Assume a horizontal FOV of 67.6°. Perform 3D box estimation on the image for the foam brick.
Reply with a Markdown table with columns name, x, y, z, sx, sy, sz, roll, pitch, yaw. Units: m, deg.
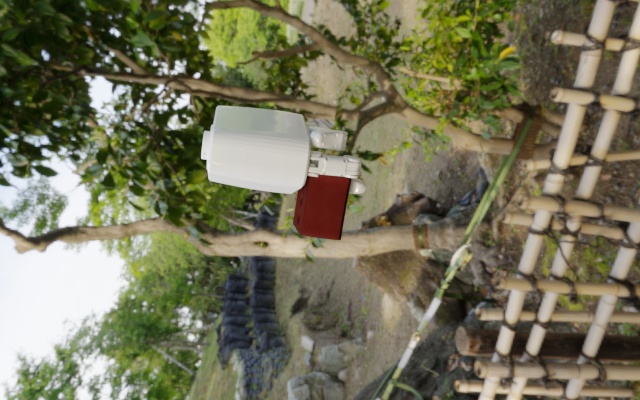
| name | x | y | z | sx | sy | sz | roll | pitch | yaw |
| --- | --- | --- | --- | --- | --- | --- | --- | --- | --- |
| foam brick | 0.000 | 0.002 | 0.577 | 0.051 | 0.078 | 0.053 | 6 | 11 | -16 |
